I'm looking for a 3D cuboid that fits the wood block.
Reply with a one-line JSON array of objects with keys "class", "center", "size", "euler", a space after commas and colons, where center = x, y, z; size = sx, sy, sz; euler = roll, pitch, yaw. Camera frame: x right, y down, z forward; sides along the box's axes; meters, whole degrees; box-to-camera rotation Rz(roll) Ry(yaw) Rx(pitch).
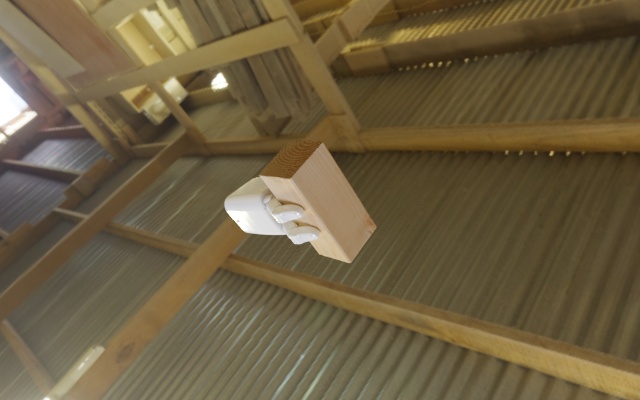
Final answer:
[{"class": "wood block", "center": [0.000, 0.003, 0.832], "size": [0.090, 0.090, 0.206], "euler": [9, -37, 48]}]
